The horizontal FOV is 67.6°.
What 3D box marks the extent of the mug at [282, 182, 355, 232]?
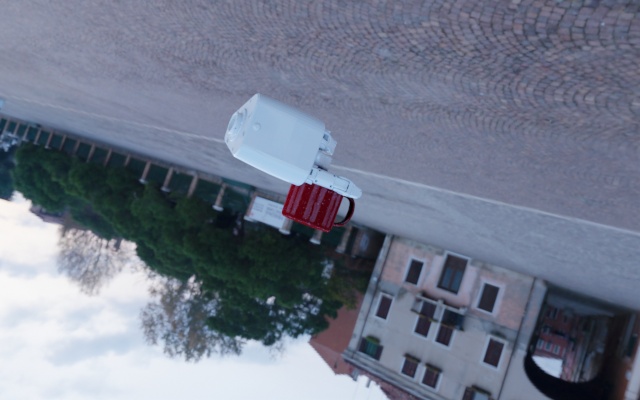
[{"bbox_3d":[0.001,0.003,0.742,0.117,0.081,0.093,22,-5,-26],"label":"mug"}]
